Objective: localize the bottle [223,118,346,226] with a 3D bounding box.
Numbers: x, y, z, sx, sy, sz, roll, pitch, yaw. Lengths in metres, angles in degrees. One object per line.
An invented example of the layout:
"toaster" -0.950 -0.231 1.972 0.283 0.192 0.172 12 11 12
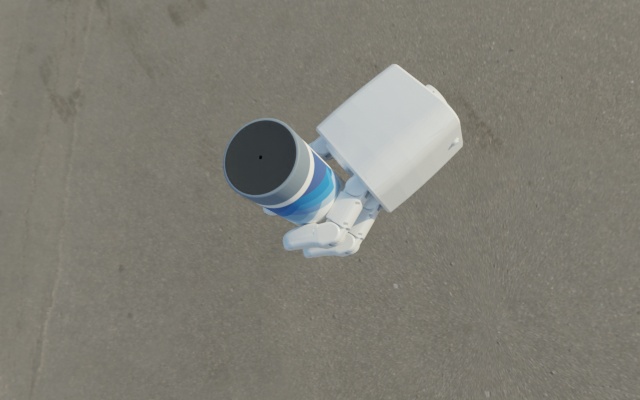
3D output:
"bottle" 0.000 0.002 0.508 0.069 0.069 0.296 0 -14 19
